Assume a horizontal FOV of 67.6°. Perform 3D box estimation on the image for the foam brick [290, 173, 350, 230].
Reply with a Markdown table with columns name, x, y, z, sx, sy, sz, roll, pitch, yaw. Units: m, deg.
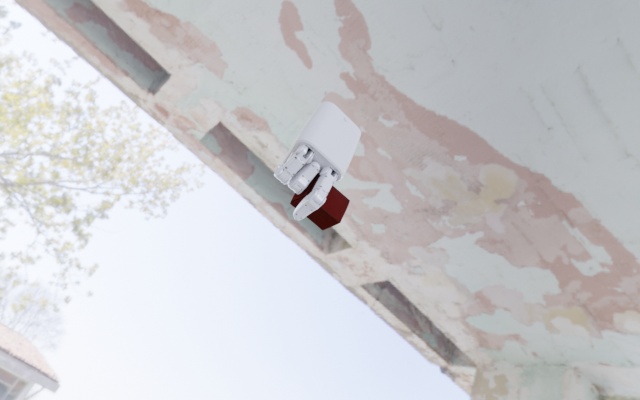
| name | x | y | z | sx | sy | sz | roll | pitch | yaw |
| --- | --- | --- | --- | --- | --- | --- | --- | --- | --- |
| foam brick | 0.000 | 0.003 | 0.798 | 0.078 | 0.051 | 0.053 | 41 | -36 | -20 |
